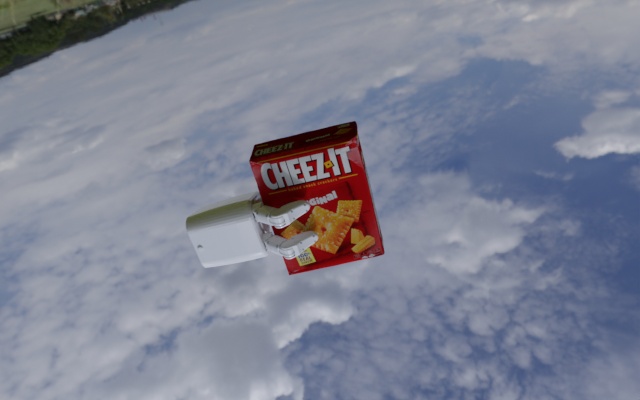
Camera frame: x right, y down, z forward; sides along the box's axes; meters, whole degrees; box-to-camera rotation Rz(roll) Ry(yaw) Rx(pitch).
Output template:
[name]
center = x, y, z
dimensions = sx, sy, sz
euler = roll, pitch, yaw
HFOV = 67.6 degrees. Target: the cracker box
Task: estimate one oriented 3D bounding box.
[cracker box]
center = 0.000, 0.003, 0.749
dimensions = 0.164, 0.214, 0.072
euler = -12, 28, 7
